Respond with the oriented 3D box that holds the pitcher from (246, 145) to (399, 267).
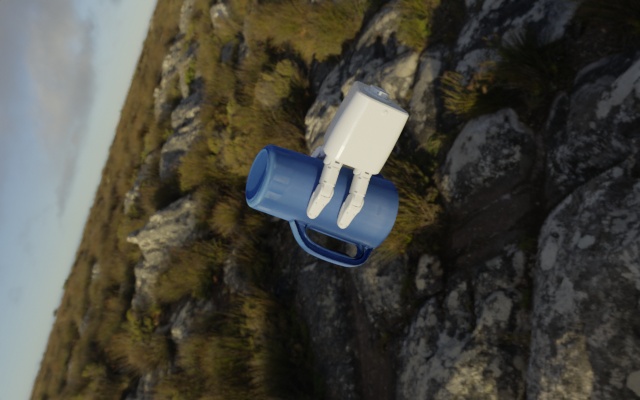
[{"bbox_3d":[0.000,0.002,0.813,0.243,0.145,0.149,18,27,-24],"label":"pitcher"}]
